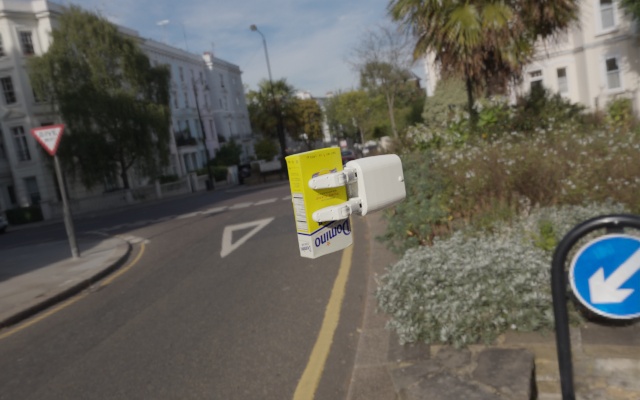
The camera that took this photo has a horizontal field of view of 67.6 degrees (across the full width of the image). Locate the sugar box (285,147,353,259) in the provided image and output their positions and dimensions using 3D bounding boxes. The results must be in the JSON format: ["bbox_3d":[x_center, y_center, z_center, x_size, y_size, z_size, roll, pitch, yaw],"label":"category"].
[{"bbox_3d":[0.001,0.003,0.818,0.093,0.176,0.048,-16,9,-36],"label":"sugar box"}]
